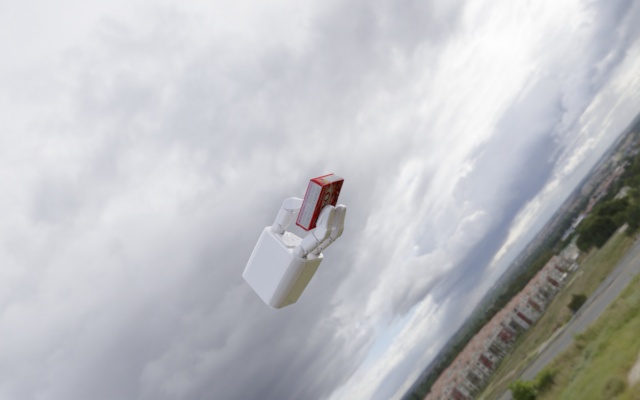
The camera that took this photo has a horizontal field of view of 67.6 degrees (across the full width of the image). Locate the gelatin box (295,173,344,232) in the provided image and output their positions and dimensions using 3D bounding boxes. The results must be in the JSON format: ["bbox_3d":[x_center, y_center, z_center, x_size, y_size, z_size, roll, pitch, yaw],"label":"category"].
[{"bbox_3d":[0.000,0.002,0.811,0.030,0.089,0.073,29,24,24],"label":"gelatin box"}]
